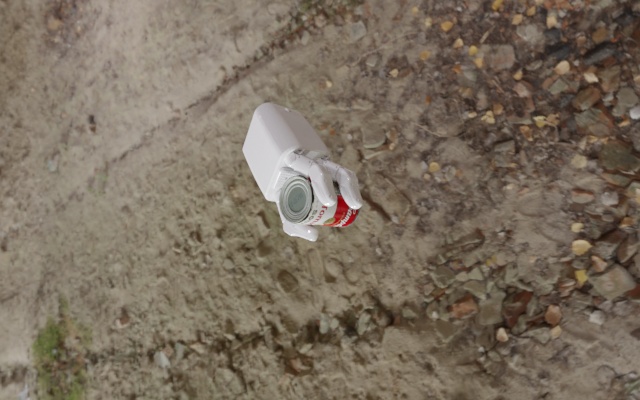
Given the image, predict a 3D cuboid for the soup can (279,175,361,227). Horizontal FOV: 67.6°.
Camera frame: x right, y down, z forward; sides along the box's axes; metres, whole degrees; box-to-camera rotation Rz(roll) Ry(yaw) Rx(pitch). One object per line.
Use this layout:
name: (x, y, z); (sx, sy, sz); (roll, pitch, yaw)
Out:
soup can: (0.000, 0.003, 0.681); (0.068, 0.068, 0.102); (0, -5, 43)
